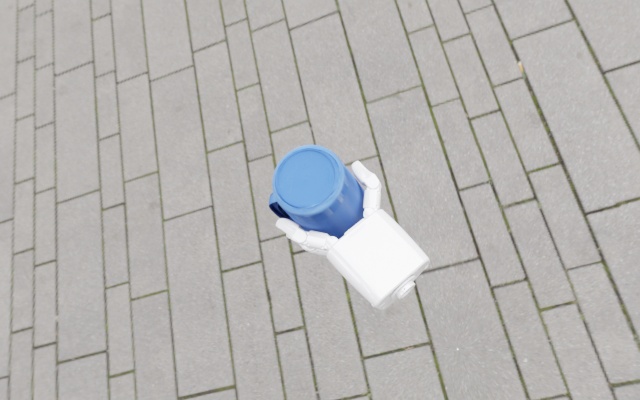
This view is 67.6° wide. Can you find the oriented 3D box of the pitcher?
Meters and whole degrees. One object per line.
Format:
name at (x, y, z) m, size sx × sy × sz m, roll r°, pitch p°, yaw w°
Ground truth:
pitcher at (0.000, 0.003, 0.781) m, size 0.149 × 0.145 × 0.243 m, roll -42°, pitch -22°, yaw 0°
